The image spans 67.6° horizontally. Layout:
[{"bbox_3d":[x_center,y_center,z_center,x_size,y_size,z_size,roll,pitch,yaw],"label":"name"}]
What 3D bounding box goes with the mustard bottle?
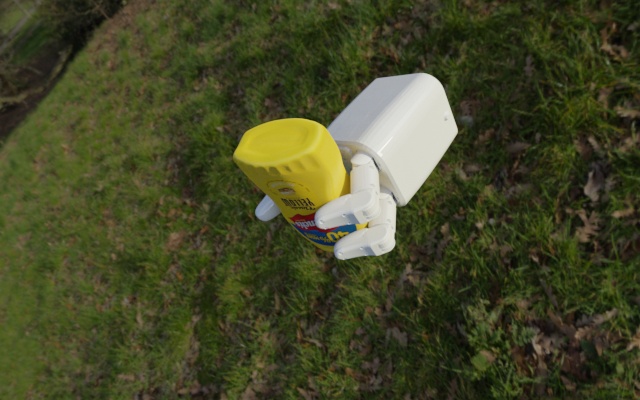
[{"bbox_3d":[0.000,0.002,0.488,0.096,0.058,0.192,-2,-36,31],"label":"mustard bottle"}]
